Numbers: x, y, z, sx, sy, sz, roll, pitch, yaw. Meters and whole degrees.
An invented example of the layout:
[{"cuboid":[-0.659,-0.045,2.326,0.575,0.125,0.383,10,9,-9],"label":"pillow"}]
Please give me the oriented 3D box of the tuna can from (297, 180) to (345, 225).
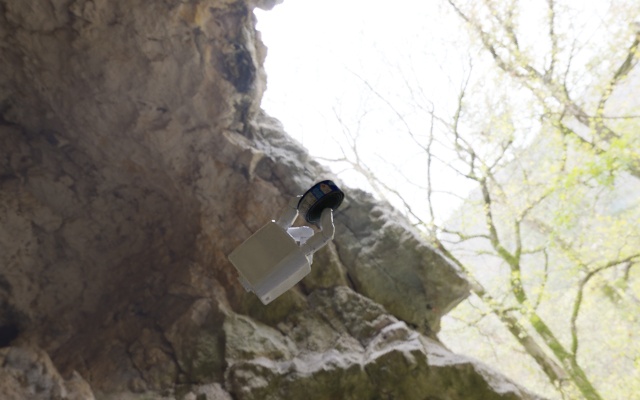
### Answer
[{"cuboid":[0.000,0.002,0.866,0.086,0.033,0.086,-33,-23,-17],"label":"tuna can"}]
